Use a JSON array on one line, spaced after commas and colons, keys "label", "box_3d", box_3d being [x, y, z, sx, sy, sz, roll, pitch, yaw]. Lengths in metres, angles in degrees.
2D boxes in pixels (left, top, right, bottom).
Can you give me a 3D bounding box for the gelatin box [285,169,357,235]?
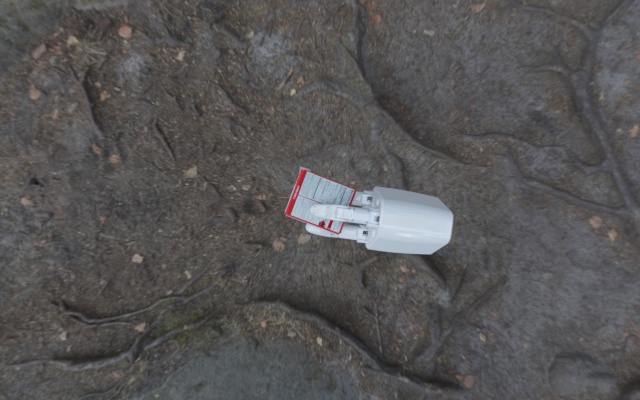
[{"label": "gelatin box", "box_3d": [0.000, 0.002, 0.712, 0.089, 0.073, 0.030, 21, -1, -7]}]
